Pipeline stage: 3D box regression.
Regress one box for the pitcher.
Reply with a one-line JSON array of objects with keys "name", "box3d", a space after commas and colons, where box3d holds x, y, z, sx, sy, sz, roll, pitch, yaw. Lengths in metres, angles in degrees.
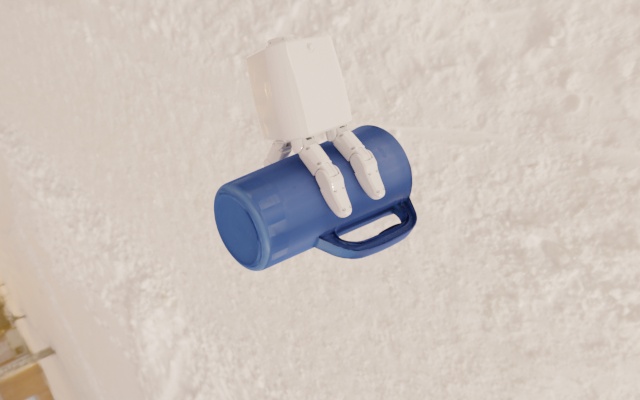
[{"name": "pitcher", "box3d": [0.000, 0.002, 0.603, 0.243, 0.145, 0.149, -24, 18, -36]}]
